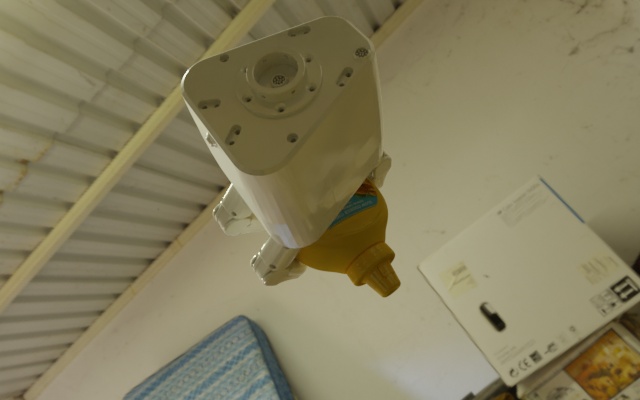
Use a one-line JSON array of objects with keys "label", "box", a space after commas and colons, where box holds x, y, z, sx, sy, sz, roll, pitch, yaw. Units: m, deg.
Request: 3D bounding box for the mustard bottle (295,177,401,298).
[{"label": "mustard bottle", "box": [0.000, 0.001, 0.404, 0.096, 0.191, 0.058, -24, -28, -31]}]
